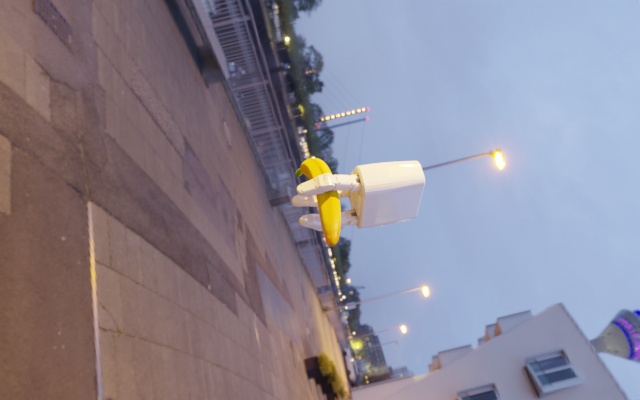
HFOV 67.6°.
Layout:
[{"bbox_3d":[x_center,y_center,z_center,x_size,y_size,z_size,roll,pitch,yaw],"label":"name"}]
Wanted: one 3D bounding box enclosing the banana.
[{"bbox_3d":[0.002,-0.014,0.788,0.037,0.070,0.197,-2,39,-19],"label":"banana"}]
